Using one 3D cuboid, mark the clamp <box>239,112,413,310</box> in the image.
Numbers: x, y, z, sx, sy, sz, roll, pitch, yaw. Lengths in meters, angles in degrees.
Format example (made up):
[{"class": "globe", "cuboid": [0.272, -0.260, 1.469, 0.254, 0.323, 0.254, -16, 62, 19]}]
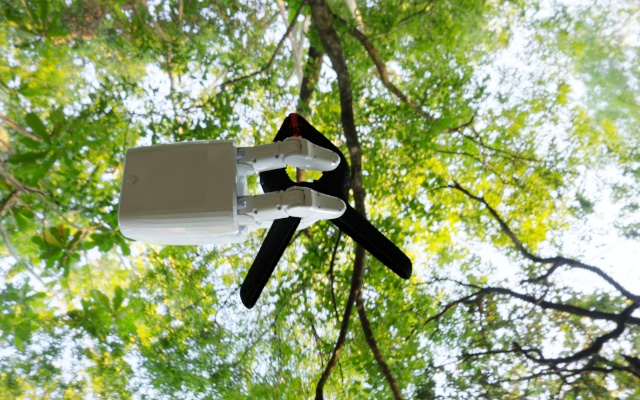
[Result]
[{"class": "clamp", "cuboid": [0.000, 0.001, 0.487, 0.164, 0.210, 0.036, -3, -27, -5]}]
